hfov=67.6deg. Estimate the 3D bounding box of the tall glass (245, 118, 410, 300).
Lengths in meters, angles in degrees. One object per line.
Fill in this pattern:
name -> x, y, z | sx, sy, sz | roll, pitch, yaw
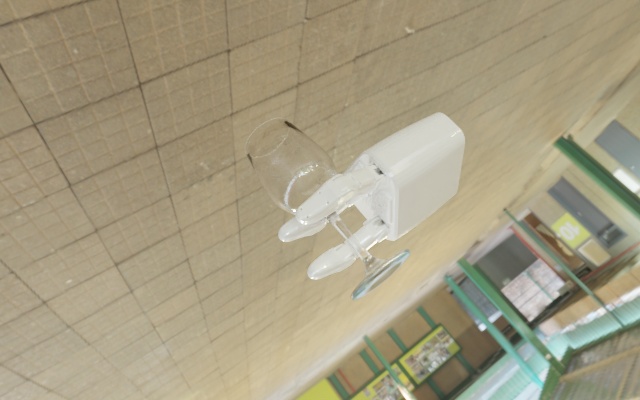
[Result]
tall glass -> 0.000, 0.002, 0.499 | 0.079, 0.201, 0.079 | -34, -21, -15
